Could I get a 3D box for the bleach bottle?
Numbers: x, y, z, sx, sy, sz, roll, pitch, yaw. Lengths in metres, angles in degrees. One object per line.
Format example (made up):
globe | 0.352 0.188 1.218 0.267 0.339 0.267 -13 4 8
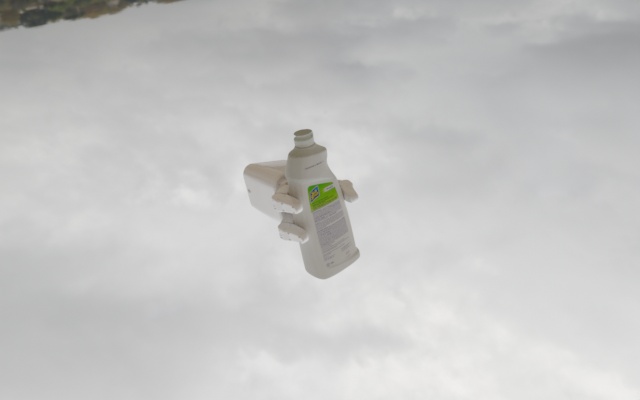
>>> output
bleach bottle | 0.000 0.003 0.783 0.102 0.251 0.068 -30 33 -32
